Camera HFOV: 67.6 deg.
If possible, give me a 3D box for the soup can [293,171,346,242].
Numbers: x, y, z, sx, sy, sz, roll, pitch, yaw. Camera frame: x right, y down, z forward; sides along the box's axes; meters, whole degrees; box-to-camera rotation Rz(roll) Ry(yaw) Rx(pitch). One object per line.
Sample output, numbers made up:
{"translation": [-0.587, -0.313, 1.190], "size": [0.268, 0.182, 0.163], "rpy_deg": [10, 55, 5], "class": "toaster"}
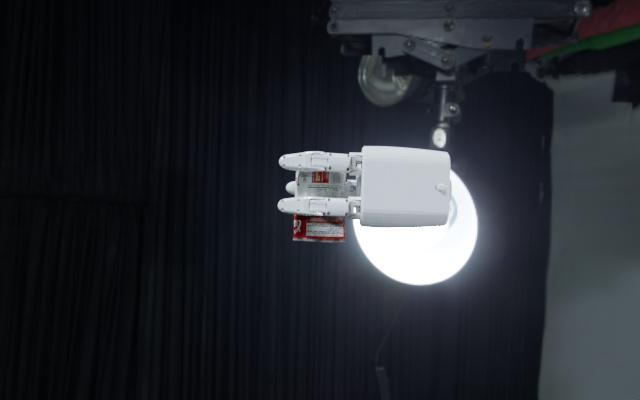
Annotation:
{"translation": [0.000, 0.002, 0.620], "size": [0.068, 0.102, 0.068], "rpy_deg": [2, -3, 0], "class": "soup can"}
